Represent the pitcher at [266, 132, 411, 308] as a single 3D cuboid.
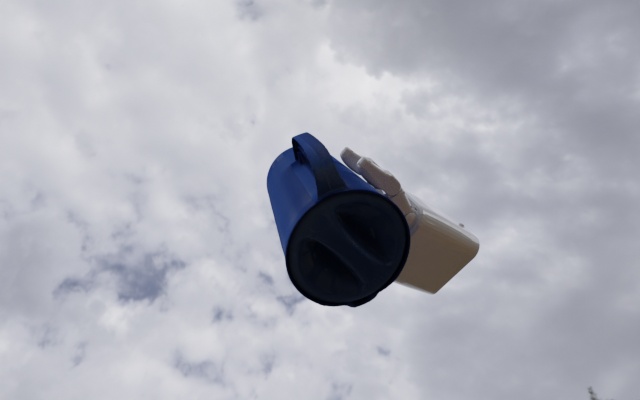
[{"bbox_3d":[0.000,0.002,0.583,0.145,0.149,0.242,22,14,-22],"label":"pitcher"}]
